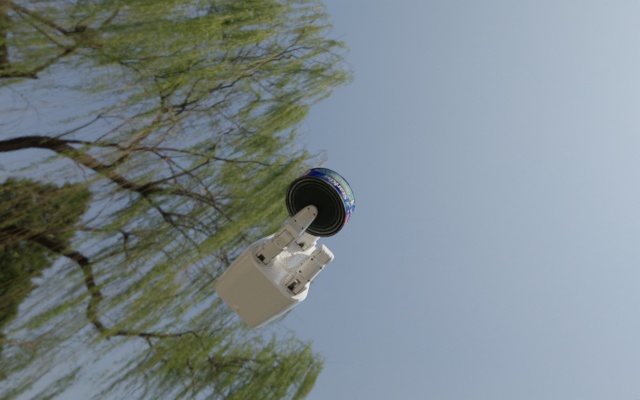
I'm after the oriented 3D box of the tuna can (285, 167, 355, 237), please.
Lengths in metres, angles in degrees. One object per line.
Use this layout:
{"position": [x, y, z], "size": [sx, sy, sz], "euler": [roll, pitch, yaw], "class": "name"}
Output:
{"position": [0.000, 0.002, 0.608], "size": [0.086, 0.086, 0.033], "euler": [0, 26, 31], "class": "tuna can"}
